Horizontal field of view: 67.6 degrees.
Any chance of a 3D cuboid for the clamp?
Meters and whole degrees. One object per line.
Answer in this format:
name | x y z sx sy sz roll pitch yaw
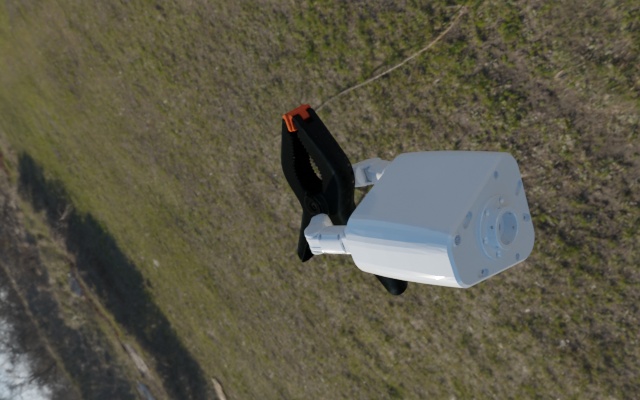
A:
clamp | -0.001 0.002 0.516 0.036 0.210 0.164 -35 22 -33
